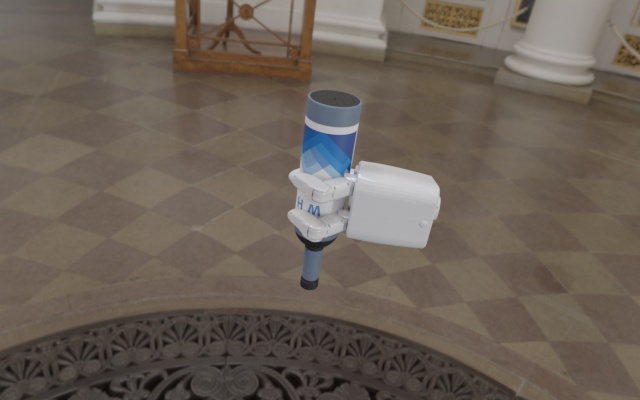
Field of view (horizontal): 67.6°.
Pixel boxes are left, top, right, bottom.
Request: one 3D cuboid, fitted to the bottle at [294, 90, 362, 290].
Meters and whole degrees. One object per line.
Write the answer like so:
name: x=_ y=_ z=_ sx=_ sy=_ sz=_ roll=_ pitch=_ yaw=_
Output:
bottle: x=0.000 y=0.002 z=0.653 sx=0.069 sy=0.296 sz=0.069 roll=6 pitch=30 yaw=-3
